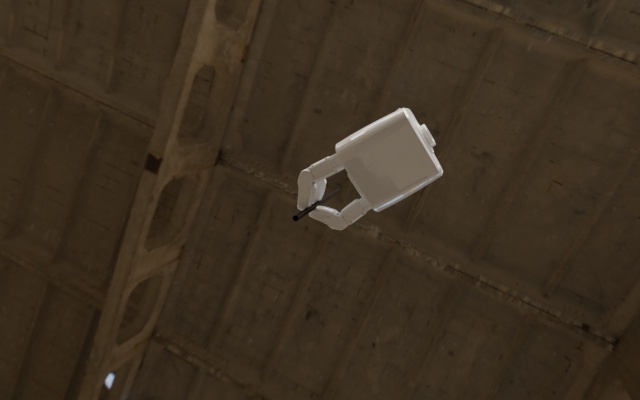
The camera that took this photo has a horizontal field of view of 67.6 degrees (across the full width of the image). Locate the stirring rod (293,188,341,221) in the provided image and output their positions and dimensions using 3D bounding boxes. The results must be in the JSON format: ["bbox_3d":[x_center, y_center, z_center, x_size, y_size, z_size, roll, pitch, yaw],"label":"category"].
[{"bbox_3d":[0.000,0.002,0.728,0.011,0.011,0.239,0,10,16],"label":"stirring rod"}]
